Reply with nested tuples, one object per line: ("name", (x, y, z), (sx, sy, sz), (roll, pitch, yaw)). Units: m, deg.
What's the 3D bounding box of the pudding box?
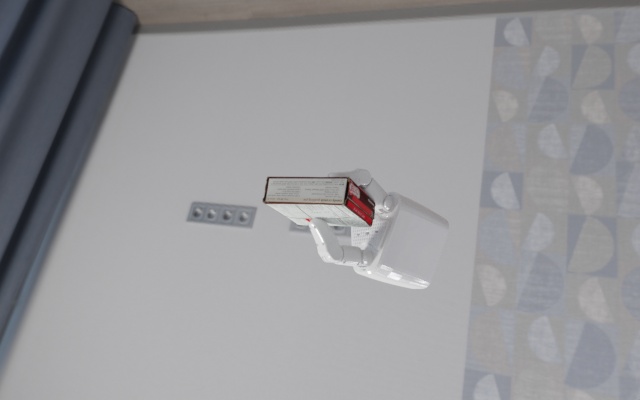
("pudding box", (0.000, 0.002, 0.585), (0.113, 0.039, 0.090), (0, -20, 27))
